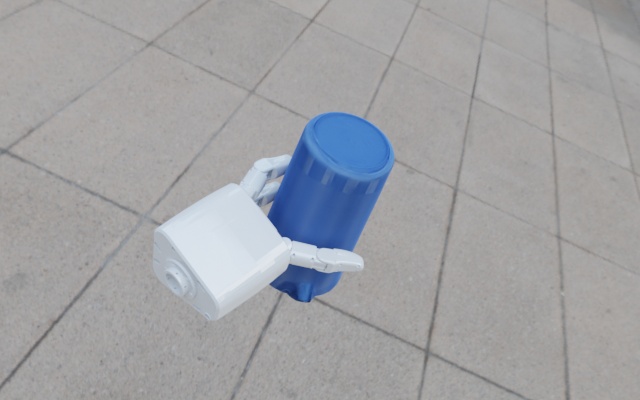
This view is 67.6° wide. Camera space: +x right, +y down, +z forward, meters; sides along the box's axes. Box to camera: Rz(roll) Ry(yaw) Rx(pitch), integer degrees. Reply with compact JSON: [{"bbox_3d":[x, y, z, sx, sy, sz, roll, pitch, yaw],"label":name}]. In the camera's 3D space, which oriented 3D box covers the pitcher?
[{"bbox_3d":[0.000,0.002,0.617,0.145,0.149,0.243,-31,-24,-39],"label":"pitcher"}]
